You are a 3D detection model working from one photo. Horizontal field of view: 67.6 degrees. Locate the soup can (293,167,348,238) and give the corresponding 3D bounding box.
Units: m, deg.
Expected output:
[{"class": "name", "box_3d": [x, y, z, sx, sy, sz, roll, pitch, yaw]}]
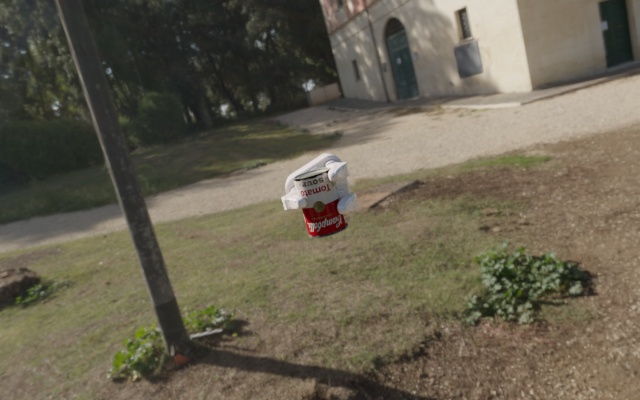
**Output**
[{"class": "soup can", "box_3d": [0.000, 0.002, 0.789, 0.068, 0.102, 0.068, -15, 11, 3]}]
